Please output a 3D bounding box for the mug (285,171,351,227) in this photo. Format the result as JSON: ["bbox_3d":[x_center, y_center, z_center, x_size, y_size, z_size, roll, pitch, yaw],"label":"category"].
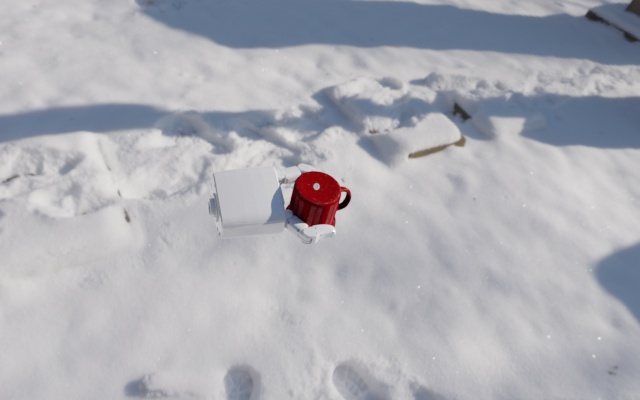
[{"bbox_3d":[0.002,0.002,0.822,0.117,0.093,0.082,-8,-40,-21],"label":"mug"}]
